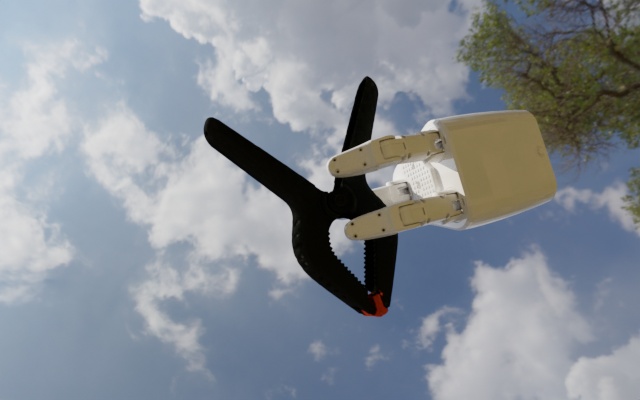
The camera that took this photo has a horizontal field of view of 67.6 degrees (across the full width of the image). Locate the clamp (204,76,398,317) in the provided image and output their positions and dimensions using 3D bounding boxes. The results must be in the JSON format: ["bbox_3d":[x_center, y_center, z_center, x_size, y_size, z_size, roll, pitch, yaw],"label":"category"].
[{"bbox_3d":[0.000,0.002,0.408,0.164,0.210,0.036,-13,-7,-19],"label":"clamp"}]
